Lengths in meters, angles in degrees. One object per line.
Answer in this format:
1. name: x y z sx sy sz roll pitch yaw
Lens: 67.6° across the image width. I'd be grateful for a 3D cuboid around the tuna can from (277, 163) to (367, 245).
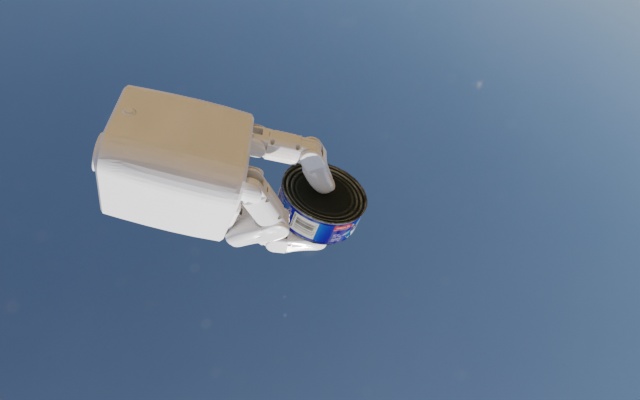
1. tuna can: 0.000 0.002 0.469 0.086 0.034 0.086 13 41 -12
